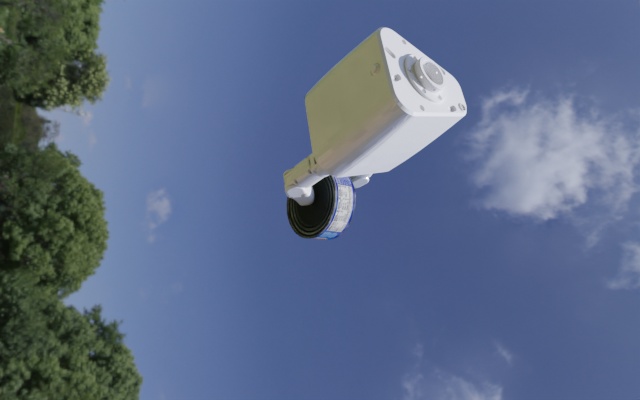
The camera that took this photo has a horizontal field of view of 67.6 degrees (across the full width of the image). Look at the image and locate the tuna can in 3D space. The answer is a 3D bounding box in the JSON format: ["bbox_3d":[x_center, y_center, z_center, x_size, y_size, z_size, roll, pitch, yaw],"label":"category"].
[{"bbox_3d":[0.000,0.002,0.544,0.034,0.086,0.086,9,-6,-40],"label":"tuna can"}]
